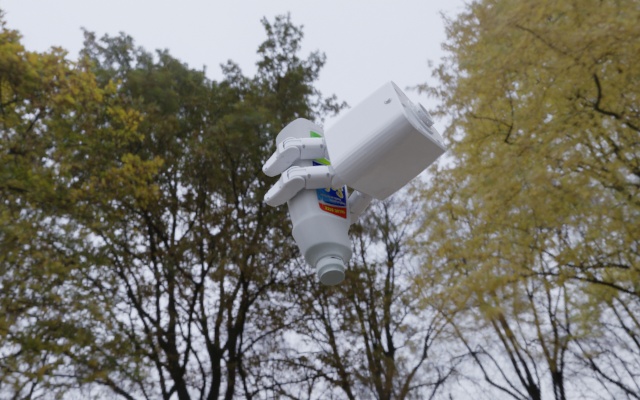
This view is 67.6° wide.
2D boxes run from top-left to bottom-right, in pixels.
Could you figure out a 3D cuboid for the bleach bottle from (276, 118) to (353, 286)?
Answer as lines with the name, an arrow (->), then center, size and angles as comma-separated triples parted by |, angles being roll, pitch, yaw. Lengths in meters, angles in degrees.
bleach bottle -> 0.000, 0.002, 0.615 | 0.068, 0.250, 0.103 | -37, -50, 23
